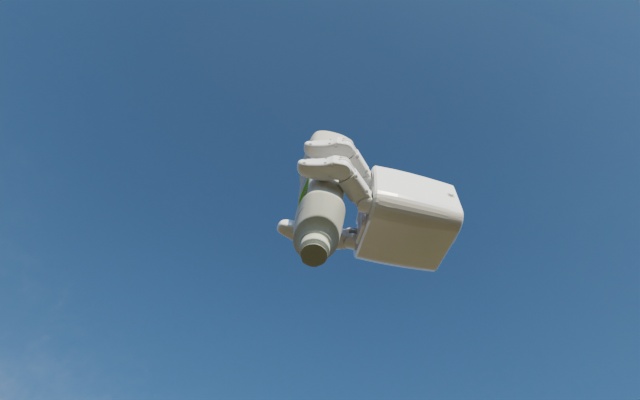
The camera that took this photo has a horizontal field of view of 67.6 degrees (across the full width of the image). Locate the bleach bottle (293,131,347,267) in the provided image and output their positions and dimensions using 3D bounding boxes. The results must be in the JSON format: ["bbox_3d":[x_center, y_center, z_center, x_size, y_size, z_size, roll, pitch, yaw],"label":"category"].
[{"bbox_3d":[0.000,0.002,0.593,0.068,0.103,0.250,13,29,-3],"label":"bleach bottle"}]
